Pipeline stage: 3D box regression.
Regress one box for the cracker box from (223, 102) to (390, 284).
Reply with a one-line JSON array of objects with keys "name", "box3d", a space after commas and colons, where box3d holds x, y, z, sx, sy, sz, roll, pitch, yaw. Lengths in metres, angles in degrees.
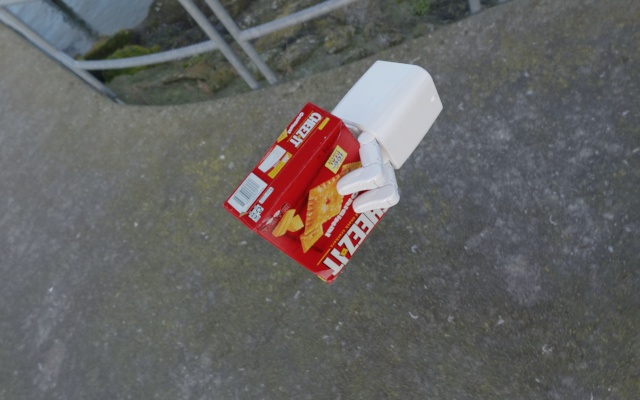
[{"name": "cracker box", "box3d": [0.000, 0.002, 0.630, 0.072, 0.164, 0.214, 35, -6, 37]}]
